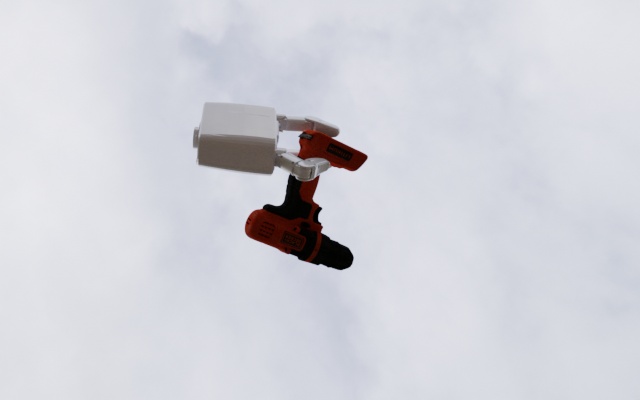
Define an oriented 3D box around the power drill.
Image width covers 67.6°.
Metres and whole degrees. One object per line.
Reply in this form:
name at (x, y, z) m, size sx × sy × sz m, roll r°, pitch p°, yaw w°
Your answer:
power drill at (0.000, 0.002, 0.721) m, size 0.184 × 0.187 × 0.057 m, roll 24°, pitch -1°, yaw -26°
